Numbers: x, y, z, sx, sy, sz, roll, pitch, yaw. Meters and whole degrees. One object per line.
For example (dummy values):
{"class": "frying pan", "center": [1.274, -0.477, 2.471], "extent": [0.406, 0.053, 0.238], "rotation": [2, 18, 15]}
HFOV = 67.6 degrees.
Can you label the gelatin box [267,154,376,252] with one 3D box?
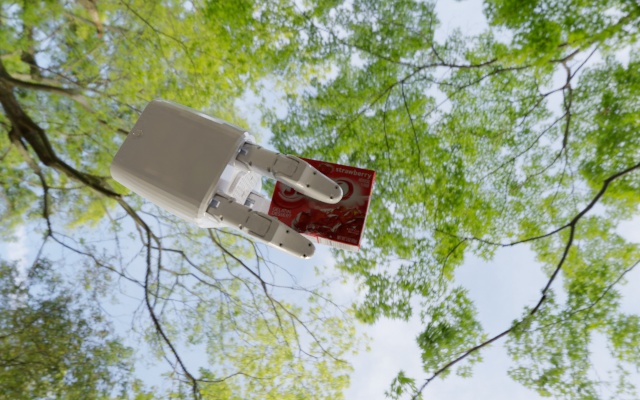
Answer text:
{"class": "gelatin box", "center": [0.000, 0.002, 0.441], "extent": [0.089, 0.073, 0.030], "rotation": [12, -16, 7]}
